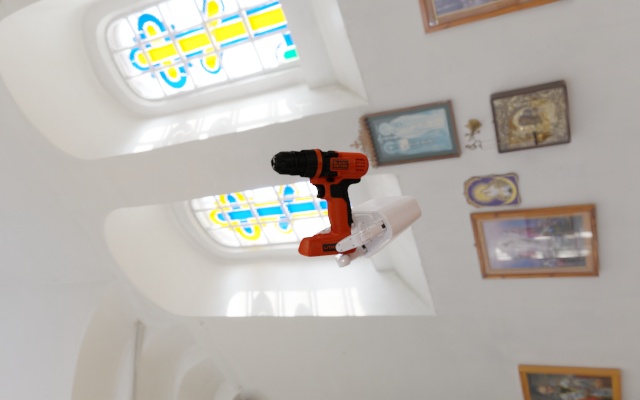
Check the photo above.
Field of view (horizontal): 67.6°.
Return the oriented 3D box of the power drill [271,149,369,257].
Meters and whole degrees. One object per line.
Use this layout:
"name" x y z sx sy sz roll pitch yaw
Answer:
"power drill" 0.000 0.003 0.845 0.184 0.187 0.057 -1 6 -24
